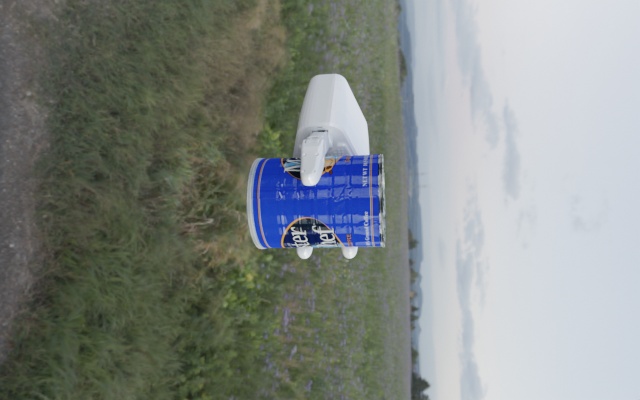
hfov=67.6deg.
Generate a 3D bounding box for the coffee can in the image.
[{"bbox_3d":[0.000,0.002,0.530,0.140,0.103,0.103,-1,0,9],"label":"coffee can"}]
